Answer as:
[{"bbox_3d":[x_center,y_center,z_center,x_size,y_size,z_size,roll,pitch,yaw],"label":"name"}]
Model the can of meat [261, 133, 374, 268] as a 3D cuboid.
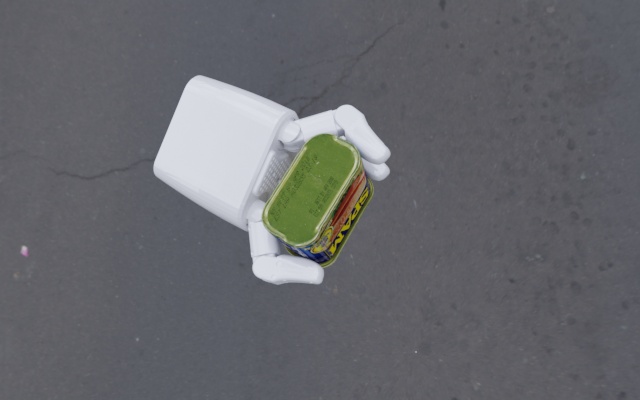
[{"bbox_3d":[0.000,0.001,0.416,0.057,0.102,0.084,28,-10,18],"label":"can of meat"}]
